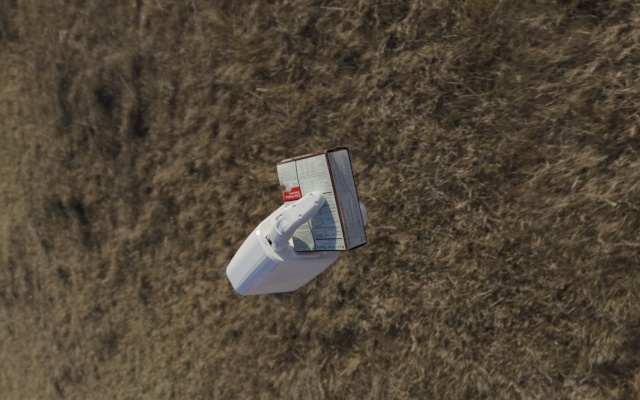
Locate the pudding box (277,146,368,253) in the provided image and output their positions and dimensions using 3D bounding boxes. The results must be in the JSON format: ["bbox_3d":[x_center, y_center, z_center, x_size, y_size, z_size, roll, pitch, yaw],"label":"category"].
[{"bbox_3d":[0.000,0.002,0.542,0.039,0.113,0.090,-18,8,-43],"label":"pudding box"}]
